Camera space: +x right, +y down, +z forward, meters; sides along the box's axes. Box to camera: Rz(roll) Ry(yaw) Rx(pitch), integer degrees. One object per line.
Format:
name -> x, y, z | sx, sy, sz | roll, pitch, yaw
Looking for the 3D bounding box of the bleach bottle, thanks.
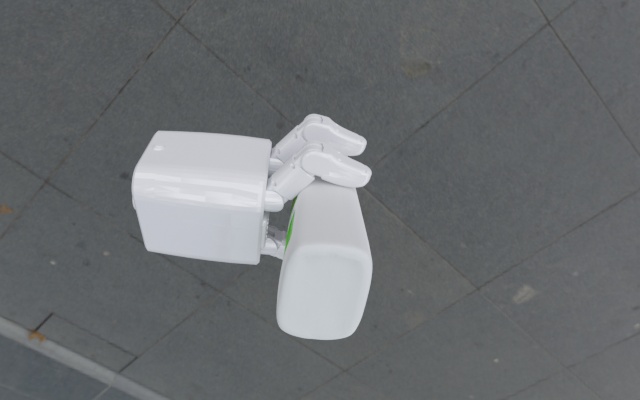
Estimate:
bleach bottle -> 0.000, 0.001, 0.456 | 0.068, 0.103, 0.250 | 7, 33, -6
